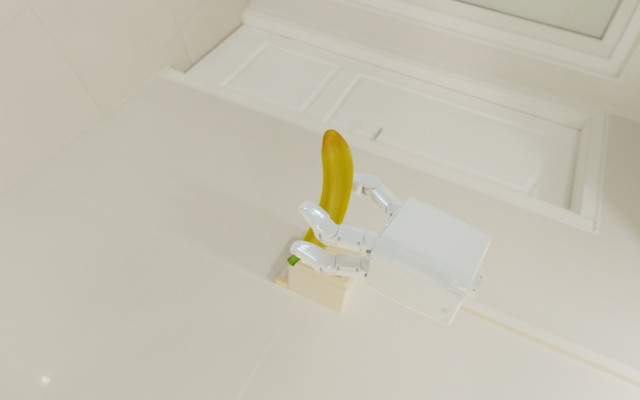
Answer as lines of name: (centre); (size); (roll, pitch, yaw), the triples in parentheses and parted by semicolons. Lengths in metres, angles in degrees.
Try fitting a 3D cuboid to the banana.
banana: (0.010, -0.002, 0.583); (0.037, 0.198, 0.069); (31, 35, 23)
